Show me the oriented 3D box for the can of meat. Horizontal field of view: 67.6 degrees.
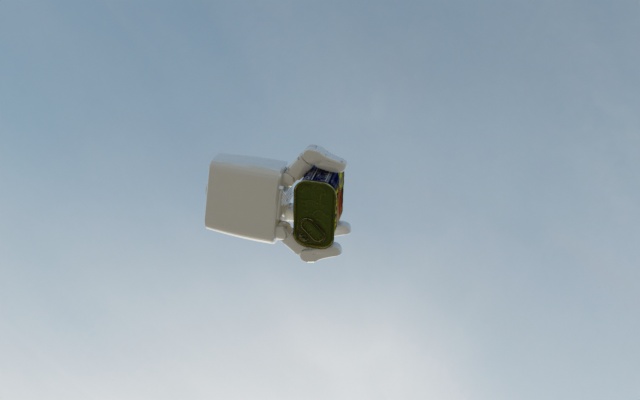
[{"bbox_3d":[0.000,0.002,0.667,0.057,0.102,0.084,7,29,10],"label":"can of meat"}]
